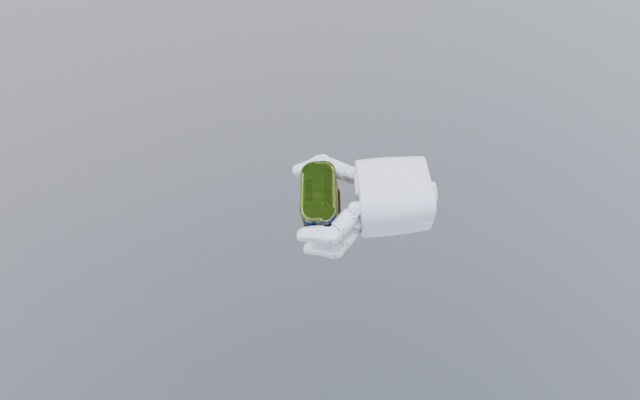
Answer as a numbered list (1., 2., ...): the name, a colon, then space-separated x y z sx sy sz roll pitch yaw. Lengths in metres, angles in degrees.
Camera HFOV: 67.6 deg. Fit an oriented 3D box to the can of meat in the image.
1. can of meat: 0.000 0.002 0.713 0.057 0.102 0.084 -2 -25 4
